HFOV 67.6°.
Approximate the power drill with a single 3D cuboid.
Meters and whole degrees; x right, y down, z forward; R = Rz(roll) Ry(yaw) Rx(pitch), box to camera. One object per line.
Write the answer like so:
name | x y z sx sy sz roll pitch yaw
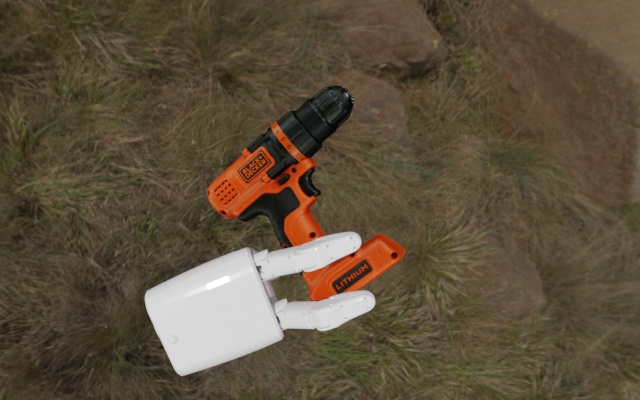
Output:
power drill | 0.000 0.002 0.487 0.184 0.187 0.057 -39 -9 12
